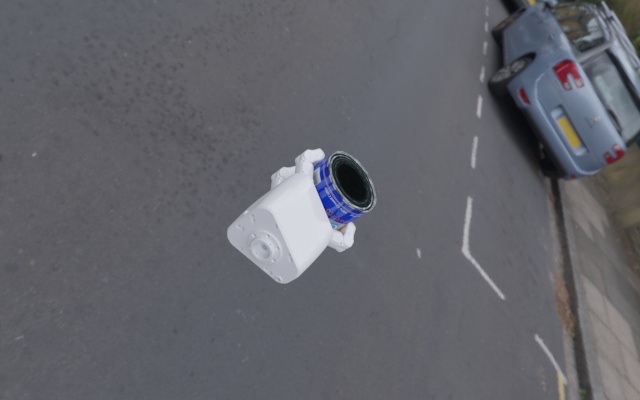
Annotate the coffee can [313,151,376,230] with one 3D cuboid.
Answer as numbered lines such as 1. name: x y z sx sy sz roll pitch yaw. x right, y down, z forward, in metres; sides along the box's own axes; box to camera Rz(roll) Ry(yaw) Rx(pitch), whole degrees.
1. coffee can: 0.000 0.002 0.741 0.140 0.102 0.103 -33 -20 34
